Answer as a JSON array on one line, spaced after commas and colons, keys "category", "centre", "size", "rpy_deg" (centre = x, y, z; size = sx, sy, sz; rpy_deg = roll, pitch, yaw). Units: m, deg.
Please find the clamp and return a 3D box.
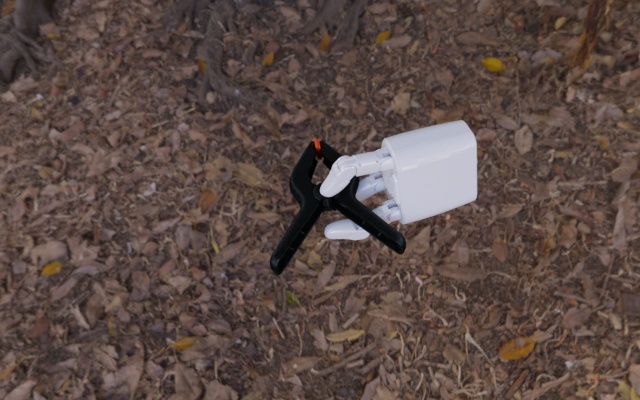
[{"category": "clamp", "centre": [0.000, 0.001, 0.625], "size": [0.164, 0.209, 0.036], "rpy_deg": [-14, -39, -6]}]
